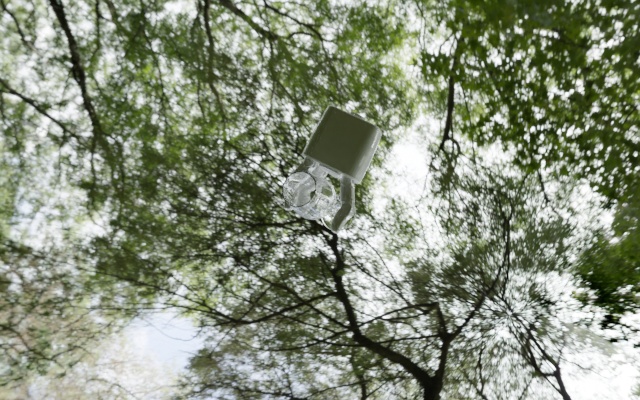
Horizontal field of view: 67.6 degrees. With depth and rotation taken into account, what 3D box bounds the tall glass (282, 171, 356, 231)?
[{"bbox_3d":[0.000,0.003,0.869,0.079,0.079,0.201,0,-12,22],"label":"tall glass"}]
